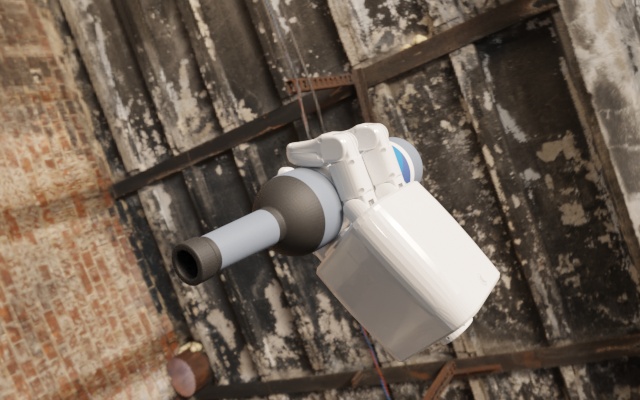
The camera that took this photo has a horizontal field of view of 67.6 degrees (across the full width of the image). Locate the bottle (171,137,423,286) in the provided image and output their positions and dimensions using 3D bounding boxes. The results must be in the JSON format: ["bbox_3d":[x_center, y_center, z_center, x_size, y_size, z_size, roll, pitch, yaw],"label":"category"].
[{"bbox_3d":[0.000,0.001,0.402,0.069,0.069,0.295,0,15,34],"label":"bottle"}]
